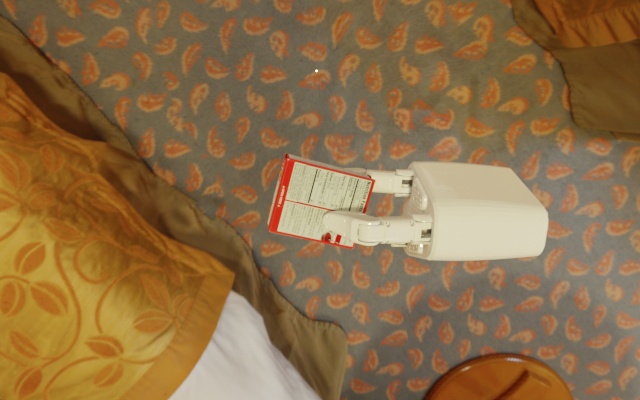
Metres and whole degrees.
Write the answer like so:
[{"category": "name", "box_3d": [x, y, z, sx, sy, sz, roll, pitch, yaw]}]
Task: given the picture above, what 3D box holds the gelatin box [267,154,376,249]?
[{"category": "gelatin box", "box_3d": [0.000, 0.002, 0.461, 0.089, 0.073, 0.030, 13, 13, -12]}]
